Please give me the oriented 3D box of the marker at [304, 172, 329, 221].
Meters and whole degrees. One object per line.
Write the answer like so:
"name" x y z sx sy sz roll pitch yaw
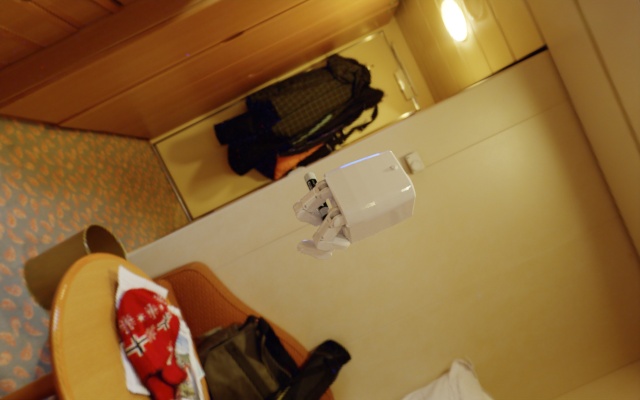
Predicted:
"marker" 0.000 0.002 0.753 0.020 0.121 0.020 -14 -40 -12
